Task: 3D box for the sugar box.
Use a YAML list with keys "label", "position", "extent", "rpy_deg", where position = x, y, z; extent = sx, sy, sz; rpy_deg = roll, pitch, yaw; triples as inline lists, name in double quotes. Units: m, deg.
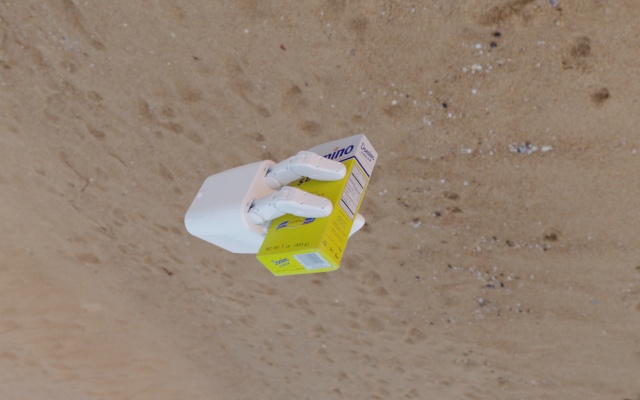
- label: "sugar box"
  position: [0.000, 0.002, 0.560]
  extent: [0.093, 0.176, 0.048]
  rpy_deg: [-11, -45, 36]
